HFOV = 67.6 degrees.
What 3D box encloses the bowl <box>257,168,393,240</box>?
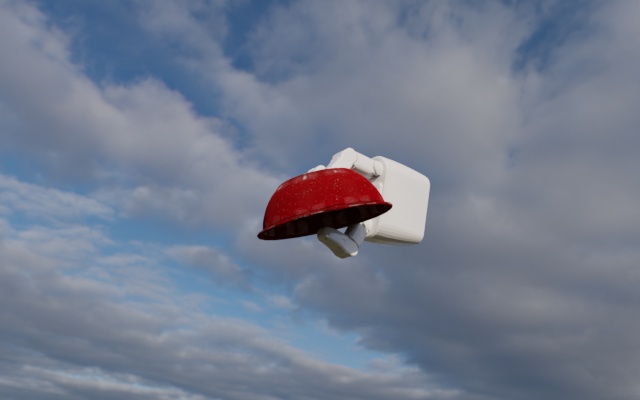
[{"bbox_3d":[-0.001,0.001,0.561,0.162,0.055,0.162,-13,-10,-2],"label":"bowl"}]
